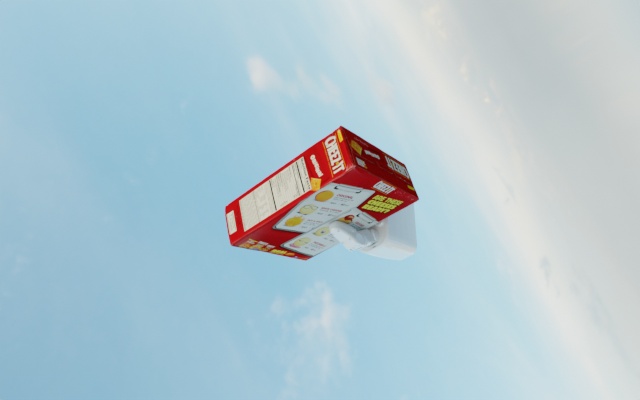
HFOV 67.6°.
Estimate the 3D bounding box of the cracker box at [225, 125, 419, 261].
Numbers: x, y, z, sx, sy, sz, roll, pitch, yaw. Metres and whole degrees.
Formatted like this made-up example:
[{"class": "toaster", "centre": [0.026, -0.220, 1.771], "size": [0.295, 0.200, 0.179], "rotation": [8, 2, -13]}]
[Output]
[{"class": "cracker box", "centre": [0.000, 0.002, 0.659], "size": [0.214, 0.072, 0.164], "rotation": [-32, -31, 27]}]
